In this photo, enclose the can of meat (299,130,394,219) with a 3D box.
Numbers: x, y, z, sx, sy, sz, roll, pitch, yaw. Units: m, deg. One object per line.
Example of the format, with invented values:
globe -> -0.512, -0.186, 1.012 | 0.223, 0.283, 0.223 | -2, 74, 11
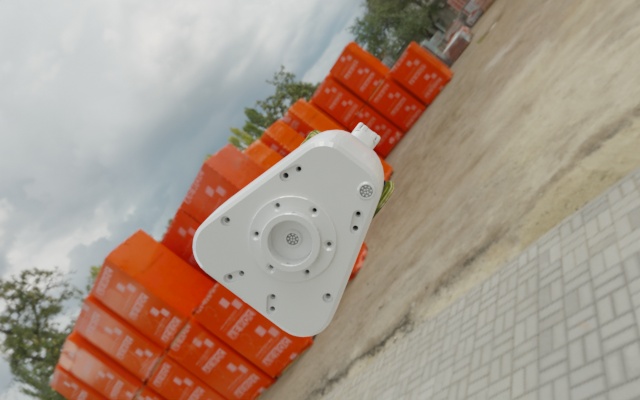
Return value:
can of meat -> 0.000, 0.001, 0.419 | 0.084, 0.102, 0.057 | 37, 15, -1
